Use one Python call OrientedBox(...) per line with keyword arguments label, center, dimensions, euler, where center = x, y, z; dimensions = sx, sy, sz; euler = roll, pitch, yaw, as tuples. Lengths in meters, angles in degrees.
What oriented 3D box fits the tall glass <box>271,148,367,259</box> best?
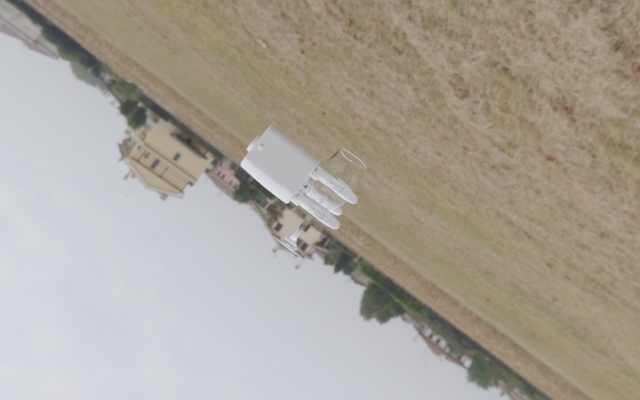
OrientedBox(label="tall glass", center=(0.000, 0.003, 0.864), dimensions=(0.079, 0.201, 0.079), euler=(37, -4, 3))
